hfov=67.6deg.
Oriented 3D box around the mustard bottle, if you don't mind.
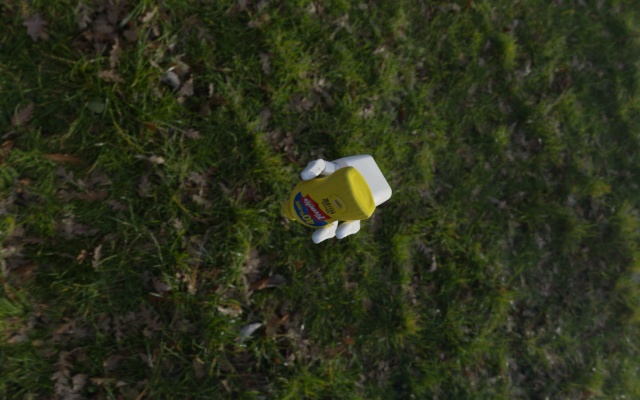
[{"bbox_3d":[0.000,0.003,0.881,0.191,0.096,0.058,-15,27,39],"label":"mustard bottle"}]
